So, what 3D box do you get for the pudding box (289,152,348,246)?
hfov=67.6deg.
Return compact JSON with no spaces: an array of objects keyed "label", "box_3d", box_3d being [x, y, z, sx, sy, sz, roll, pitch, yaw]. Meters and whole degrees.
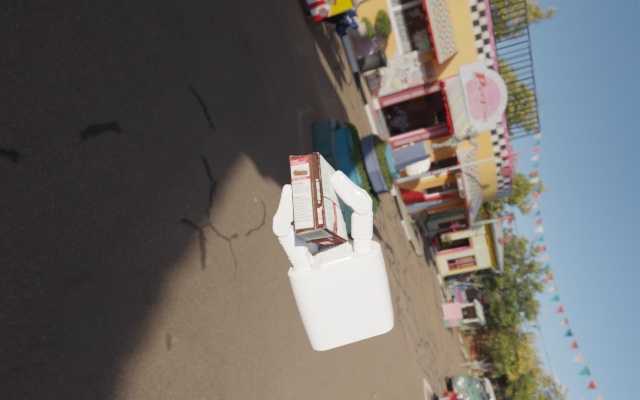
[{"label":"pudding box","box_3d":[0.000,0.002,0.566,0.039,0.090,0.113,-9,-14,13]}]
